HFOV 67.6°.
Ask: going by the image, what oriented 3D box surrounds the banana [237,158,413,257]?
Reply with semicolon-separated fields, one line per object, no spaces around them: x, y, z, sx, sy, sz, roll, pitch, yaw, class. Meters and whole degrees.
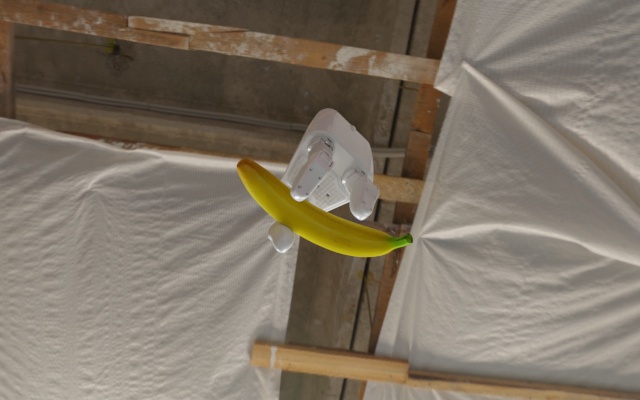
-0.003;0.016;0.516;0.198;0.070;0.037;23;39;-1;banana
